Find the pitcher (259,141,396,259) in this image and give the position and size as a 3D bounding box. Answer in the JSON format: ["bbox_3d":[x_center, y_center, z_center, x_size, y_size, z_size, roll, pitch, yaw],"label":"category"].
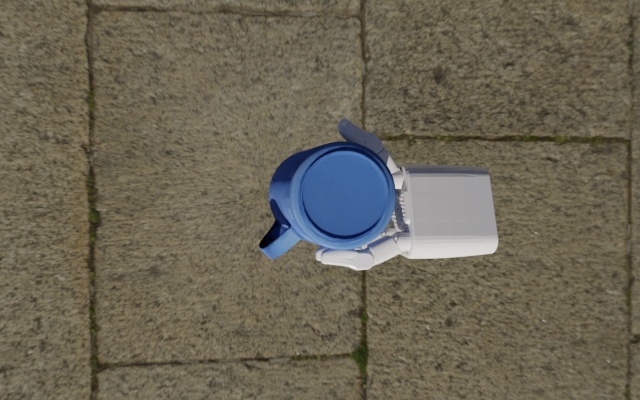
[{"bbox_3d":[0.000,0.002,0.580,0.145,0.149,0.243,1,1,-8],"label":"pitcher"}]
